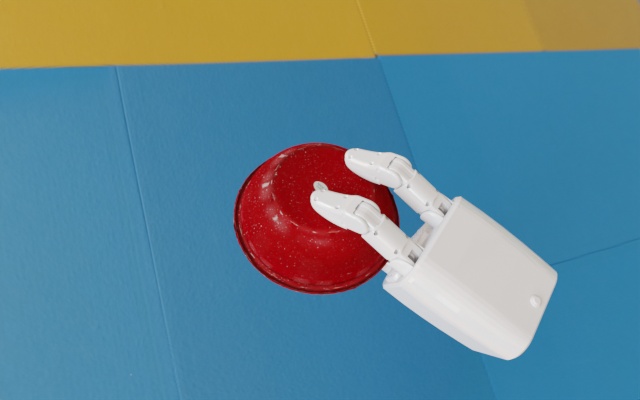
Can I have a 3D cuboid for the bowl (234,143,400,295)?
[{"bbox_3d":[-0.001,0.001,0.442,0.162,0.162,0.055,0,-30,-7],"label":"bowl"}]
